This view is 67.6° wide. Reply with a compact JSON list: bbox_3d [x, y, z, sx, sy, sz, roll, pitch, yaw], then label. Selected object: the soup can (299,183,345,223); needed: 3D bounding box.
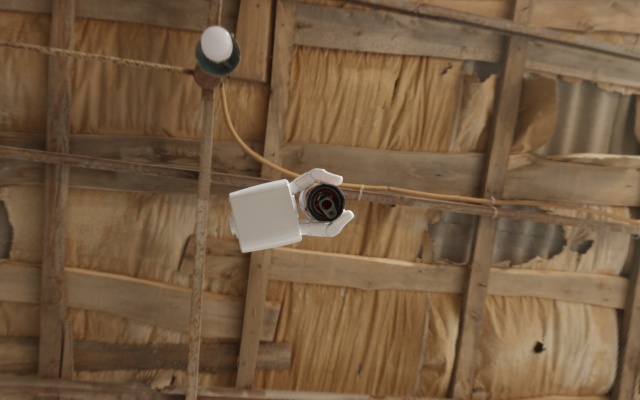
[{"bbox_3d":[0.001,0.003,0.856,0.068,0.068,0.102,0,2,-10],"label":"soup can"}]
